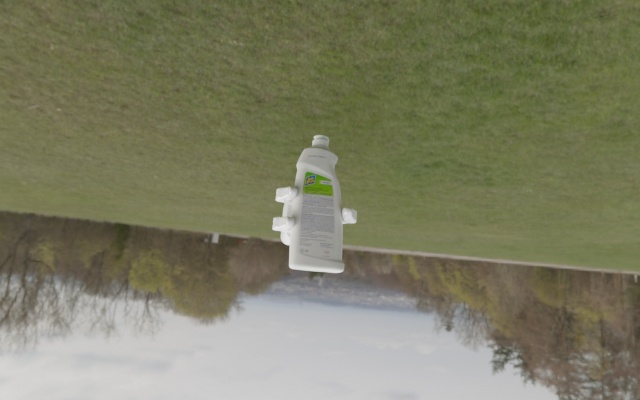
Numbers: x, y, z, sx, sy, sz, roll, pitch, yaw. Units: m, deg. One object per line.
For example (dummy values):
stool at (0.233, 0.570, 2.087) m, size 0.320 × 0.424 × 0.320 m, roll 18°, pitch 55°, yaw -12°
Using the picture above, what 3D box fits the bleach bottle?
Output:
bleach bottle at (0.000, 0.003, 0.882) m, size 0.102 × 0.250 × 0.068 m, roll 7°, pitch -13°, yaw -9°
